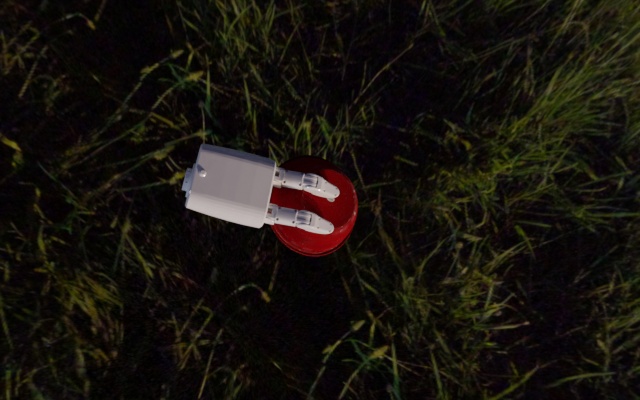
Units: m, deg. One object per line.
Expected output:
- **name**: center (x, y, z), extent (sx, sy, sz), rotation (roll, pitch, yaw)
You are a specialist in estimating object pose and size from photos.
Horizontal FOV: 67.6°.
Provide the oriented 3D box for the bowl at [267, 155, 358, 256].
- **bowl**: center (0.001, 0.002, 0.728), extent (0.162, 0.162, 0.055), rotation (0, -10, -30)
